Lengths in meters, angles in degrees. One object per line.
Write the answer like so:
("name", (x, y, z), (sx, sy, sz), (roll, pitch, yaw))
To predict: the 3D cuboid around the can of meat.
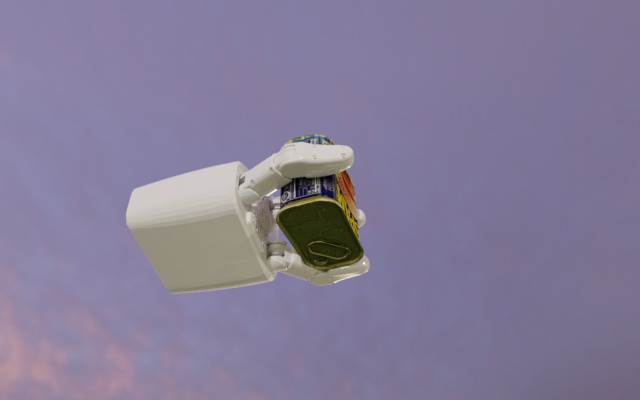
("can of meat", (0.000, 0.001, 0.441), (0.057, 0.083, 0.102), (-14, -41, 13))
